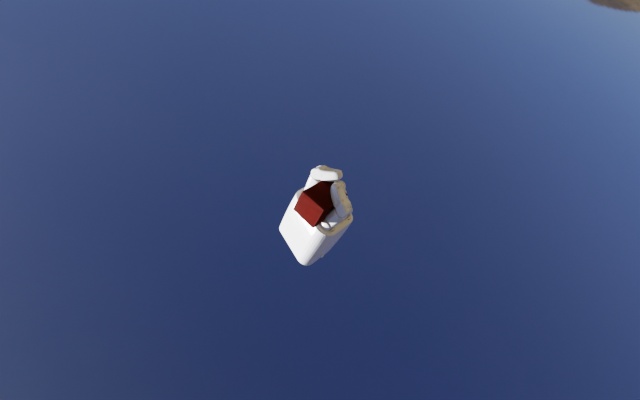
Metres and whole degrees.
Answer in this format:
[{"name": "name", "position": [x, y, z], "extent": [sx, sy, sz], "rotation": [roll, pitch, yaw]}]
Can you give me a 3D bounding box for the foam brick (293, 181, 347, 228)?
[{"name": "foam brick", "position": [0.000, 0.003, 0.849], "extent": [0.078, 0.053, 0.051], "rotation": [-31, -20, -47]}]
